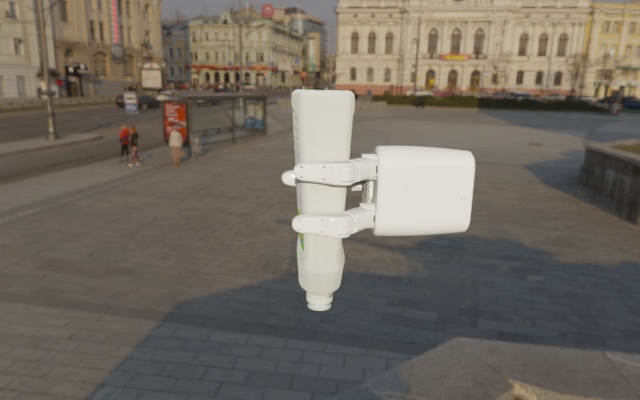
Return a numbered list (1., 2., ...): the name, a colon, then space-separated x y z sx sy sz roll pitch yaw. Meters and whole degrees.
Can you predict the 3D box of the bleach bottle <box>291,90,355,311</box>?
1. bleach bottle: 0.000 0.002 0.550 0.068 0.251 0.102 0 14 -4
